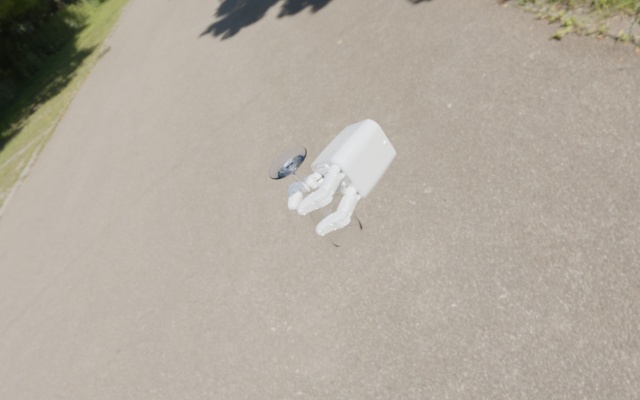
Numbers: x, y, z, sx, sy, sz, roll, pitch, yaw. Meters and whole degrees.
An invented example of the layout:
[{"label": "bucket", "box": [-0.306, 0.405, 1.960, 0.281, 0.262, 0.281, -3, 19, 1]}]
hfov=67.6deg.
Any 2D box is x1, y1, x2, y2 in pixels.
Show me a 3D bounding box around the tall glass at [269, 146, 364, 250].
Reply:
[{"label": "tall glass", "box": [0.000, 0.002, 0.823, 0.079, 0.079, 0.201, 0, -41, 45]}]
